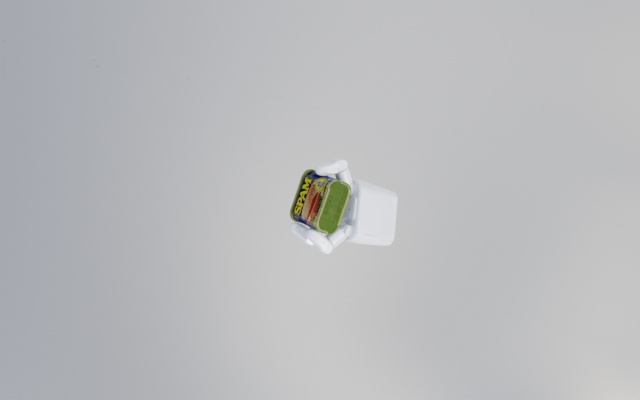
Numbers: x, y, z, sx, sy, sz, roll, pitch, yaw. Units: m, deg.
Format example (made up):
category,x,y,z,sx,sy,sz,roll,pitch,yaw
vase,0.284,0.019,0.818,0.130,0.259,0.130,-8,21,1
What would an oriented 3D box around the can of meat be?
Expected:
category,x,y,z,sx,sy,sz,roll,pitch,yaw
can of meat,0.000,0.003,0.849,0.057,0.102,0.084,17,4,-38
